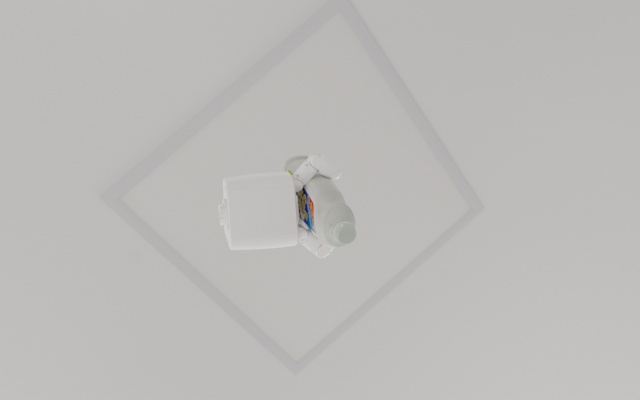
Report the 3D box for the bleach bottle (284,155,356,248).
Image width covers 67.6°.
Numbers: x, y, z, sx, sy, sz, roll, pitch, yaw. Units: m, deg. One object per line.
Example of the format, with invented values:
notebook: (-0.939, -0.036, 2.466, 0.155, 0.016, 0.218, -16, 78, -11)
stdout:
bleach bottle: (0.000, 0.003, 0.768, 0.068, 0.102, 0.250, -5, 18, -17)
